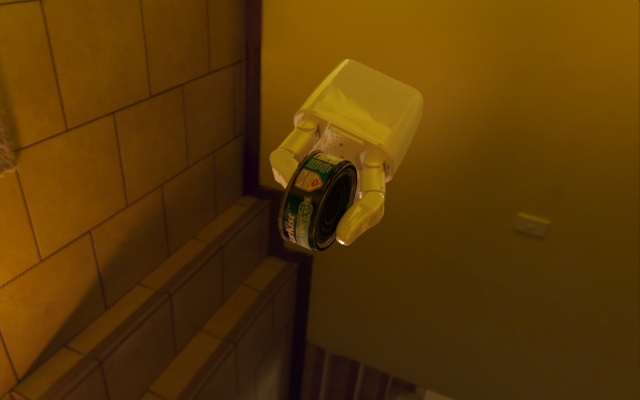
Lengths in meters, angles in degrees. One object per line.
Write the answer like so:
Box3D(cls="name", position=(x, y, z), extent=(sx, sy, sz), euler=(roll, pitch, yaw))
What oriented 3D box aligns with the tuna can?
Box3D(cls="tuna can", position=(0.001, 0.002, 0.420), extent=(0.033, 0.086, 0.086), euler=(21, 8, 21))
